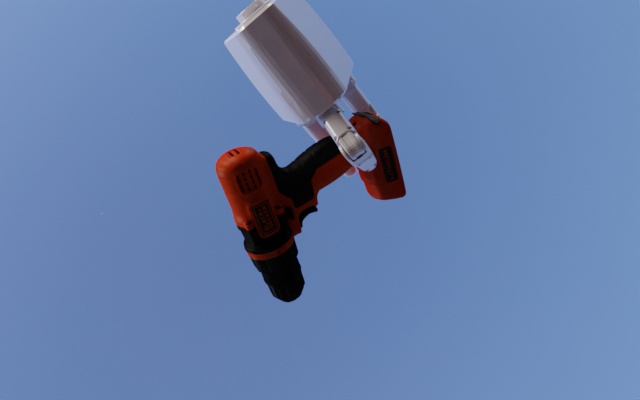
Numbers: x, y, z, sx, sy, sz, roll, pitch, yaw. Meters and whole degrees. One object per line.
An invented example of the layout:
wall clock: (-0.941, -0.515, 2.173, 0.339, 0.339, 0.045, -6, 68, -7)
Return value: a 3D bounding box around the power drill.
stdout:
power drill: (0.000, 0.001, 0.512, 0.187, 0.184, 0.057, -29, 31, -18)
